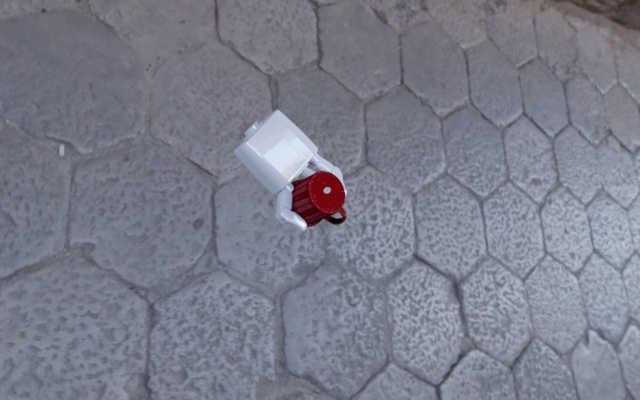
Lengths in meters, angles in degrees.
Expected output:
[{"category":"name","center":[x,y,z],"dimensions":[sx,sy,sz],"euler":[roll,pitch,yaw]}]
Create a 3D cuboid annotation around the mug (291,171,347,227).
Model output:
[{"category":"mug","center":[0.001,0.004,0.875],"dimensions":[0.117,0.093,0.081],"euler":[44,-33,-15]}]
